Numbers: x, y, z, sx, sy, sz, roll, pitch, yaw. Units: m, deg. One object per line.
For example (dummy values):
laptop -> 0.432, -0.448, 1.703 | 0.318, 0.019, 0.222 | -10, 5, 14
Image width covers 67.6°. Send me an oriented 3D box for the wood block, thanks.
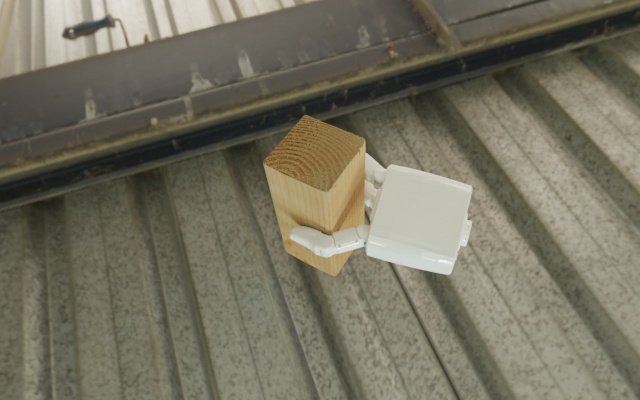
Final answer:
wood block -> 0.000, 0.003, 0.631 | 0.090, 0.090, 0.206 | 25, -30, 21
